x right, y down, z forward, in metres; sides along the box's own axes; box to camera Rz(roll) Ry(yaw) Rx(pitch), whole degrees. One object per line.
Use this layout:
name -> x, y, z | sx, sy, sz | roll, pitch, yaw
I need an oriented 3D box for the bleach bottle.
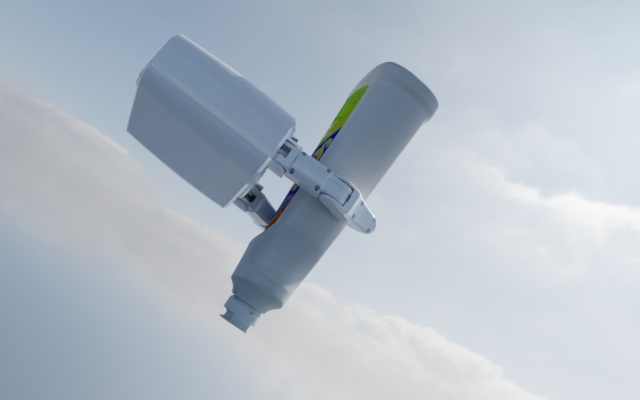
bleach bottle -> 0.000, 0.001, 0.415 | 0.068, 0.250, 0.102 | 38, -15, -11
